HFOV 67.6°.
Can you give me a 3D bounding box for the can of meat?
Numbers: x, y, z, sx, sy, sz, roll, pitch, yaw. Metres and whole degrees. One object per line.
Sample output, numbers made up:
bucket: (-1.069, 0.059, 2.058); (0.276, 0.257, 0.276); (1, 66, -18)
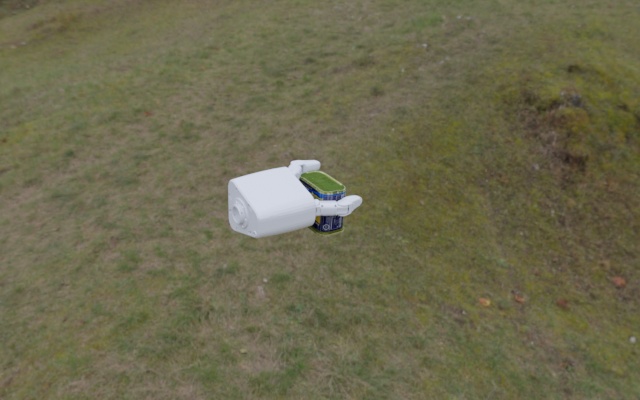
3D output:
can of meat: (0.000, 0.003, 0.850); (0.057, 0.084, 0.102); (-12, 30, -31)
